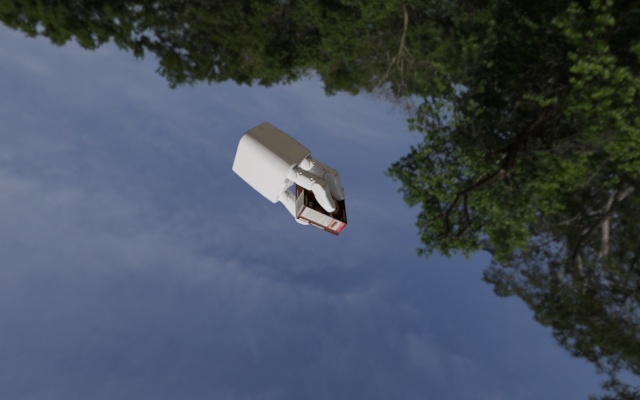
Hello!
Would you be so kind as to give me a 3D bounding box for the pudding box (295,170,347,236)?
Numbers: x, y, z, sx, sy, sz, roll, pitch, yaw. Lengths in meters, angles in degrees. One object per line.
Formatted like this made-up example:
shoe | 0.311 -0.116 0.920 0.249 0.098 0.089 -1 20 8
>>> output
pudding box | 0.000 0.003 0.878 0.090 0.039 0.113 23 36 -19
